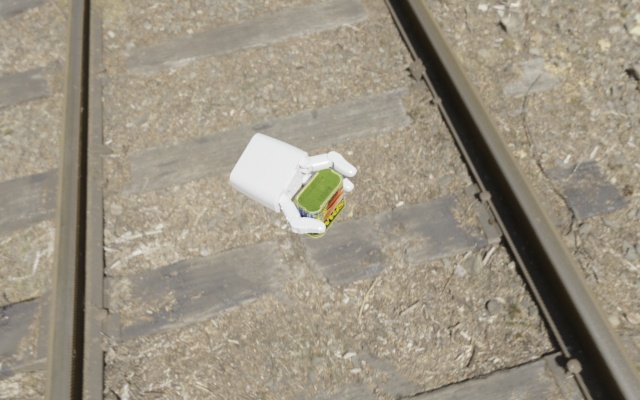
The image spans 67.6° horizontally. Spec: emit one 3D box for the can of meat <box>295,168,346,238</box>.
[{"bbox_3d":[0.000,0.003,0.852,0.057,0.102,0.084,30,-26,21],"label":"can of meat"}]
